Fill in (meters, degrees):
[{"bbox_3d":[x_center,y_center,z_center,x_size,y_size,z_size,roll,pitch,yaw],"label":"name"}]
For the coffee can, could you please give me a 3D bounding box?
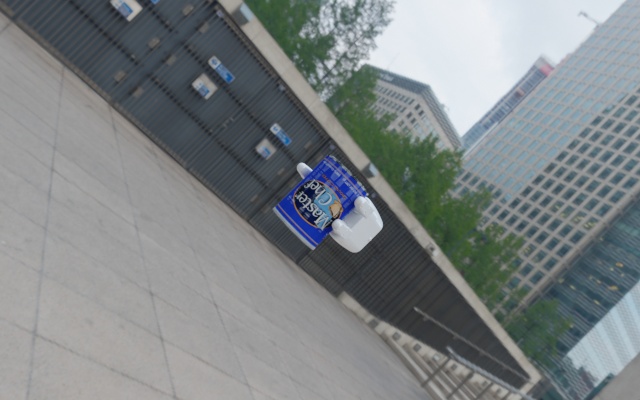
[{"bbox_3d":[0.000,0.003,0.847,0.140,0.103,0.103,-45,-1,-1],"label":"coffee can"}]
